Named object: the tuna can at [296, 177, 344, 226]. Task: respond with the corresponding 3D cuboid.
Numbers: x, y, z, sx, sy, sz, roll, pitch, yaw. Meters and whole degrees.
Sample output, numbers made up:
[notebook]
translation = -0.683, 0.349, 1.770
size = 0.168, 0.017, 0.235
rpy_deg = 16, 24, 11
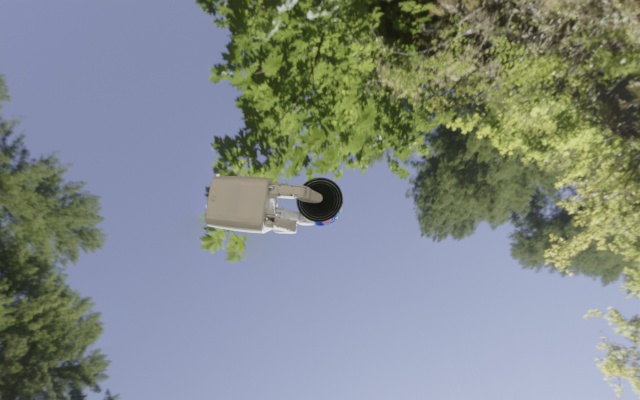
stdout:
[tuna can]
translation = 0.000, 0.003, 0.886
size = 0.086, 0.086, 0.034
rpy_deg = 0, -18, 8
